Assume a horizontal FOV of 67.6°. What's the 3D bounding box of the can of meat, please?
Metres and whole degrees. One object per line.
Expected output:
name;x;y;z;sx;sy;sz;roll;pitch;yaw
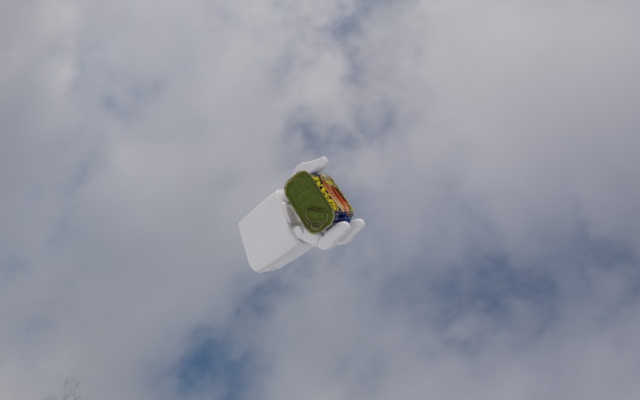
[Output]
can of meat;0.000;0.002;0.788;0.057;0.102;0.084;-40;-18;23
